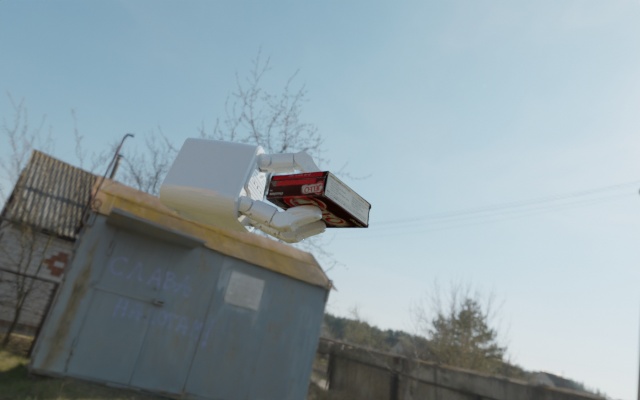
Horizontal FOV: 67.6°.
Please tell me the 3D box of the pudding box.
[{"bbox_3d":[0.000,0.002,0.615,0.090,0.039,0.113,-2,-21,36],"label":"pudding box"}]
